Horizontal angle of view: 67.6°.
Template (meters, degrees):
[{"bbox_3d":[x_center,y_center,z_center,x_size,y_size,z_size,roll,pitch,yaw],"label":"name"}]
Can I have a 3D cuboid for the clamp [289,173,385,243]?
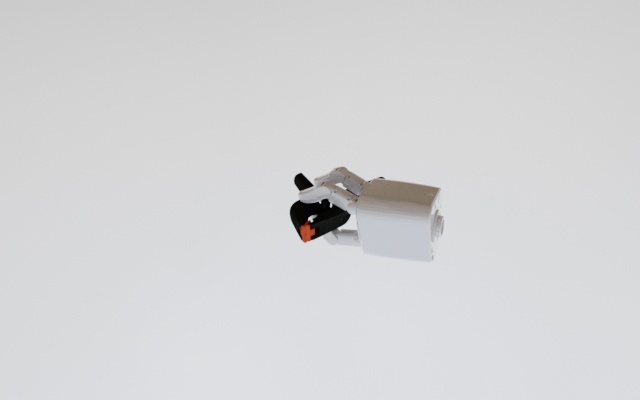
[{"bbox_3d":[0.000,0.003,0.757,0.164,0.036,0.210,6,27,23],"label":"clamp"}]
